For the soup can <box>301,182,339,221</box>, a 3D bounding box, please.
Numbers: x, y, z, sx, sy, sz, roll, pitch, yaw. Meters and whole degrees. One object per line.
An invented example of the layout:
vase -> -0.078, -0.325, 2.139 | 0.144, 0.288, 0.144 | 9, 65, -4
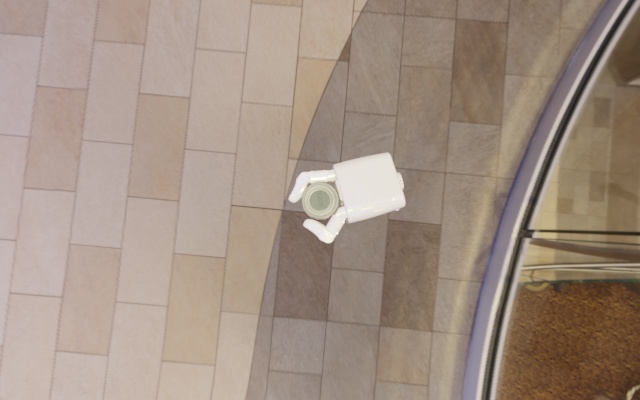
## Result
soup can -> 0.000, 0.003, 0.875 | 0.068, 0.068, 0.102 | 0, -3, 0
